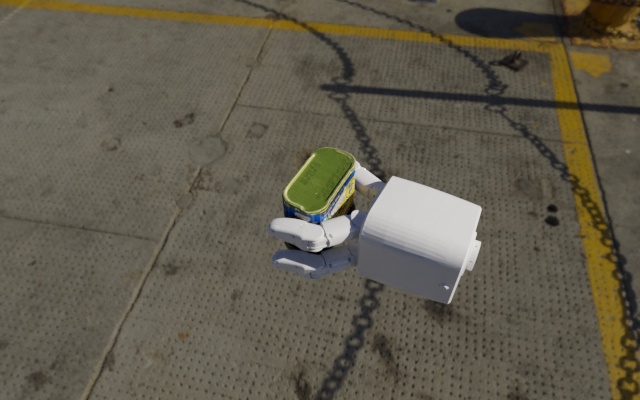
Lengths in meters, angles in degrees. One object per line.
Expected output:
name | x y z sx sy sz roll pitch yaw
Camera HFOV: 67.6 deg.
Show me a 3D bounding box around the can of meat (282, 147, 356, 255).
can of meat | 0.000 0.001 0.537 0.057 0.102 0.084 22 -36 18
